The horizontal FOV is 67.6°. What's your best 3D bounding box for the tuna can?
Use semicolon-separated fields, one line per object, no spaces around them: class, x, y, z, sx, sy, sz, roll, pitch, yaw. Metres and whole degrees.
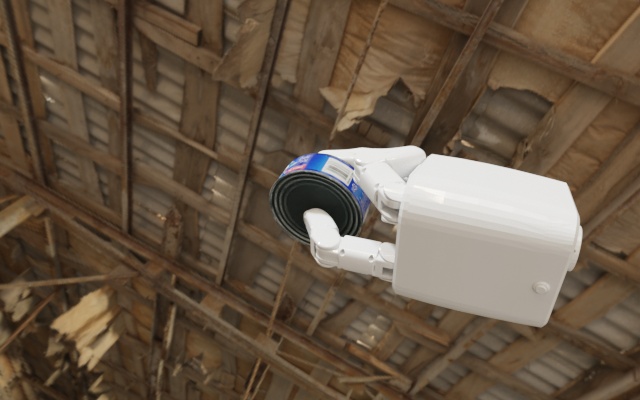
tuna can;0.000;0.001;0.424;0.086;0.086;0.033;0;36;24
